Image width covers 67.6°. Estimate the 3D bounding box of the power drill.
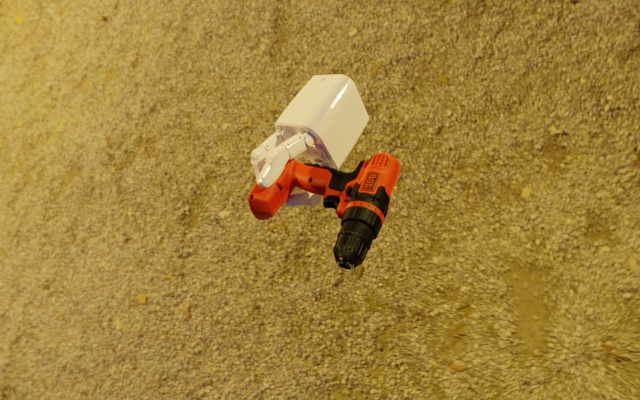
[{"bbox_3d":[0.000,0.002,0.649,0.187,0.184,0.057,10,-40,22],"label":"power drill"}]
